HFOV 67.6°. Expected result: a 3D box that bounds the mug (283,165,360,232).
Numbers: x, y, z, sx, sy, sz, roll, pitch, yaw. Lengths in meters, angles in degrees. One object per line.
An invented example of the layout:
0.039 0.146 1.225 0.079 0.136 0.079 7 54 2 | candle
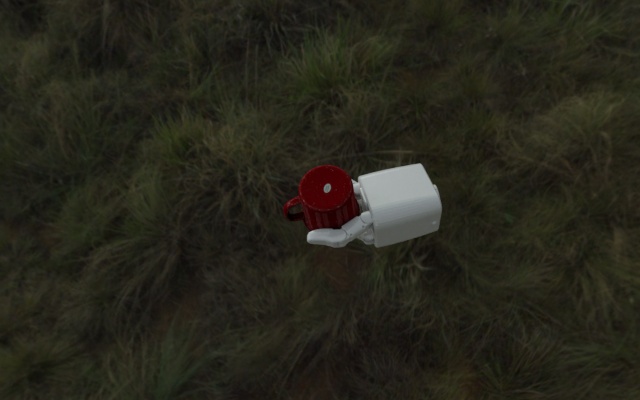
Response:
-0.001 0.003 0.727 0.117 0.093 0.081 -14 -30 0 | mug
